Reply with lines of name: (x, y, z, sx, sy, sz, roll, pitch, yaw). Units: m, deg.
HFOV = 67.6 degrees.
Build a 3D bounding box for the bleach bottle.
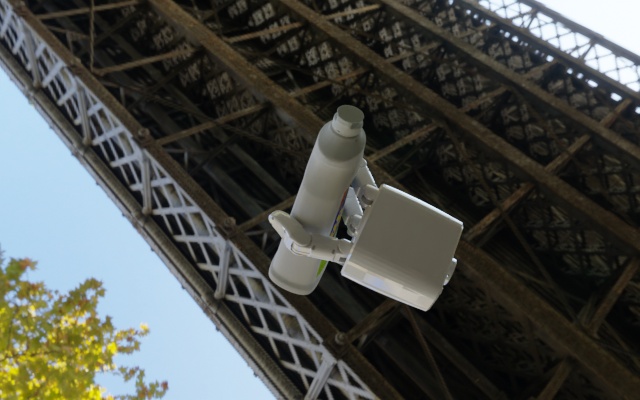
bleach bottle: (0.000, 0.002, 0.563, 0.068, 0.251, 0.102, 24, 46, 6)
